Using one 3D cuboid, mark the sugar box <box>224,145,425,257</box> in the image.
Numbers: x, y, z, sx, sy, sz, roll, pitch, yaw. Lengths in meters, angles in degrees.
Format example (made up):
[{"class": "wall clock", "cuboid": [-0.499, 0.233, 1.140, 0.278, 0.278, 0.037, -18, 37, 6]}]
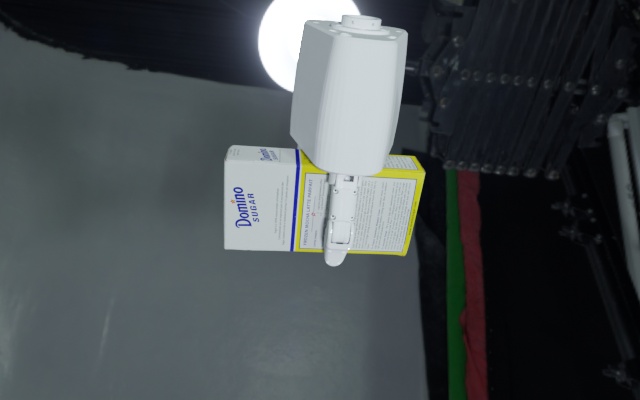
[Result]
[{"class": "sugar box", "cuboid": [0.000, 0.001, 0.448, 0.176, 0.093, 0.048, 5, 27, -4]}]
